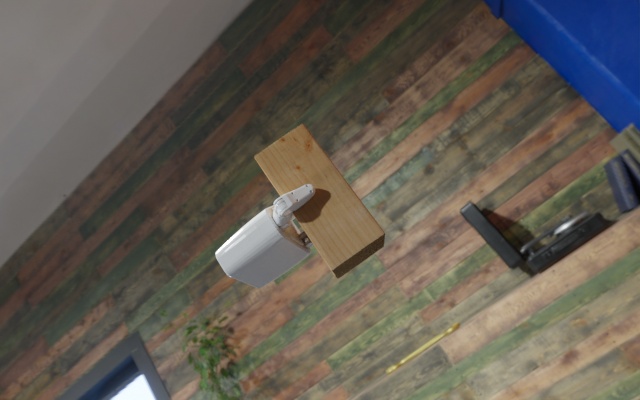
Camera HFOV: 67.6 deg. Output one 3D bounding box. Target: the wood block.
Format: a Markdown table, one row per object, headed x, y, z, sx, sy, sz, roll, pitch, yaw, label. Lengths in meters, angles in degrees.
| x | y | z | sx | sy | sz | roll | pitch | yaw | label |
| --- | --- | --- | --- | --- | --- | --- | --- | --- | --- |
| 0.000 | 0.002 | 0.713 | 0.090 | 0.206 | 0.091 | -34 | -17 | -4 | wood block |
